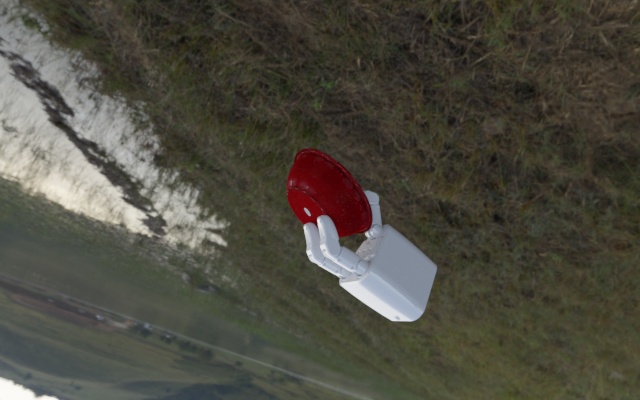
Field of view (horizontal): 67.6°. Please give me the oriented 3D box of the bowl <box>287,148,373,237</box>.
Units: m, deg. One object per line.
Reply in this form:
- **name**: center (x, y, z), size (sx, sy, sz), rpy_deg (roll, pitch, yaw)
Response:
- **bowl**: center (-0.001, 0.002, 0.722), size (0.055, 0.162, 0.162), rpy_deg (-41, 20, -25)
